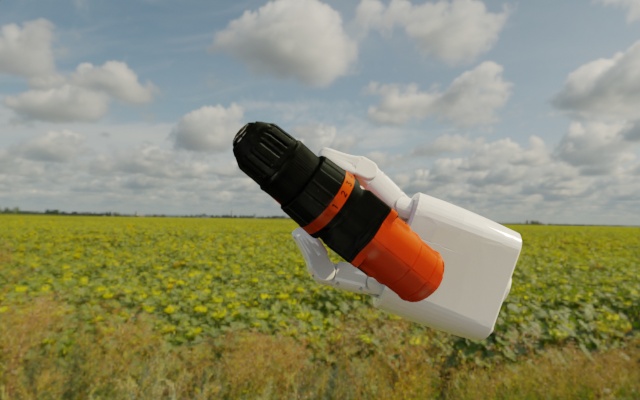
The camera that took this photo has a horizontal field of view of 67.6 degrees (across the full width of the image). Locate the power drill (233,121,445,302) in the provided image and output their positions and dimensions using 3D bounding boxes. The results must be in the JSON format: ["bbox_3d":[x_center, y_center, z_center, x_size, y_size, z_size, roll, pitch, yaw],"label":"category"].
[{"bbox_3d":[0.000,0.001,0.409,0.184,0.057,0.187,40,-1,-14],"label":"power drill"}]
